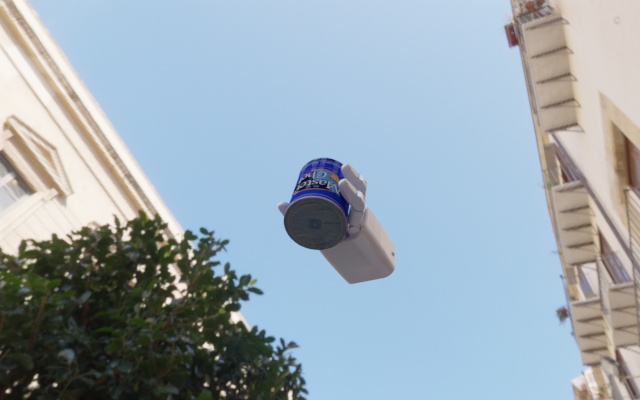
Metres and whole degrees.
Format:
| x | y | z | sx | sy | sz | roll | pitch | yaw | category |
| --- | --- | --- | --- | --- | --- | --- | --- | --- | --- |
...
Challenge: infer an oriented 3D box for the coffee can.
| x | y | z | sx | sy | sz | roll | pitch | yaw | category |
| --- | --- | --- | --- | --- | --- | --- | --- | --- | --- |
| 0.000 | 0.003 | 0.821 | 0.103 | 0.103 | 0.140 | 0 | 32 | 9 | coffee can |
